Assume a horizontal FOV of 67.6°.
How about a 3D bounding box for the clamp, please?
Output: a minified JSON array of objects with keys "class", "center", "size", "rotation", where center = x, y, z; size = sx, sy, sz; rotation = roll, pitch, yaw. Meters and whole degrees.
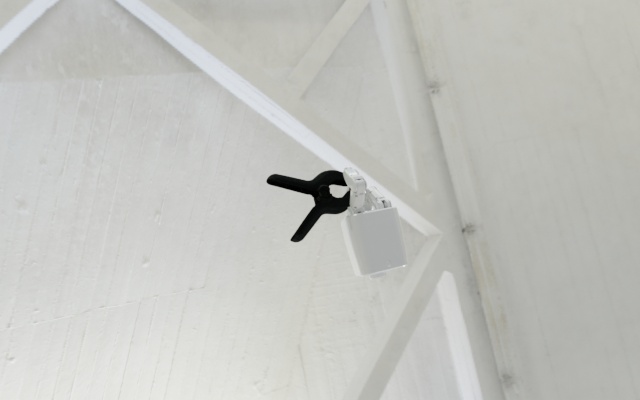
[{"class":"clamp","center":[0.000,0.003,0.817],"size":[0.171,0.120,0.039],"rotation":[-10,-7,-22]}]
